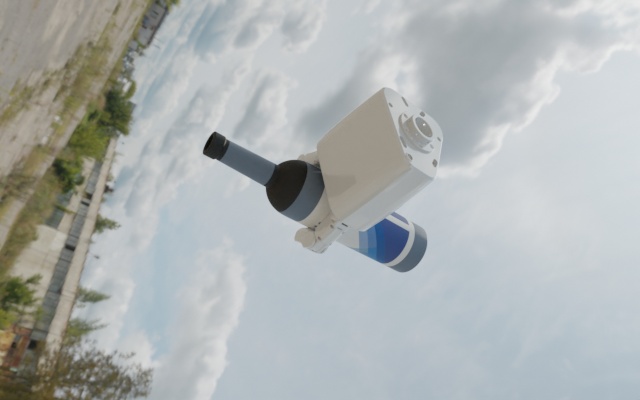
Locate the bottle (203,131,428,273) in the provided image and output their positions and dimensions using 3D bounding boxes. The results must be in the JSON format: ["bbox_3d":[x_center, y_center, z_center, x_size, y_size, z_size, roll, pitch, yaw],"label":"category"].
[{"bbox_3d":[0.000,0.002,0.561,0.296,0.069,0.069,28,-14,-27],"label":"bottle"}]
